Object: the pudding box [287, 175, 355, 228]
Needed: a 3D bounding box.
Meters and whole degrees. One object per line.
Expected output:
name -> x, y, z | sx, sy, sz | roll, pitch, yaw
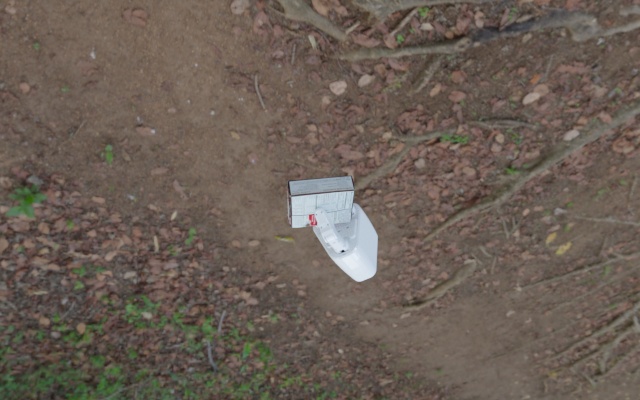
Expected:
pudding box -> 0.000, 0.003, 0.821 | 0.113, 0.039, 0.090 | -6, -40, -8
